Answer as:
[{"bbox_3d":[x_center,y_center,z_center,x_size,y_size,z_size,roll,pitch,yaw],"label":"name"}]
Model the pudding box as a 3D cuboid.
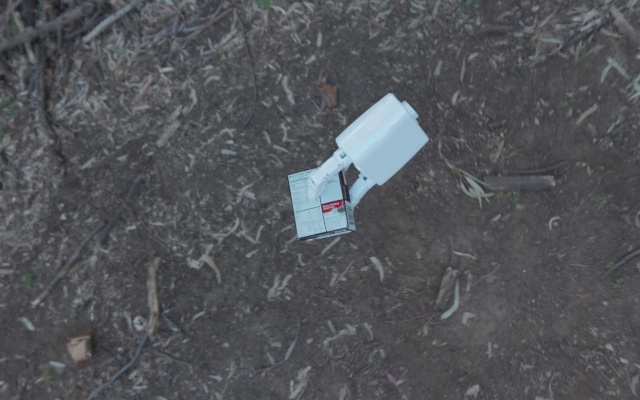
[{"bbox_3d":[0.000,0.002,0.765,0.090,0.113,0.039,-14,-14,18],"label":"pudding box"}]
